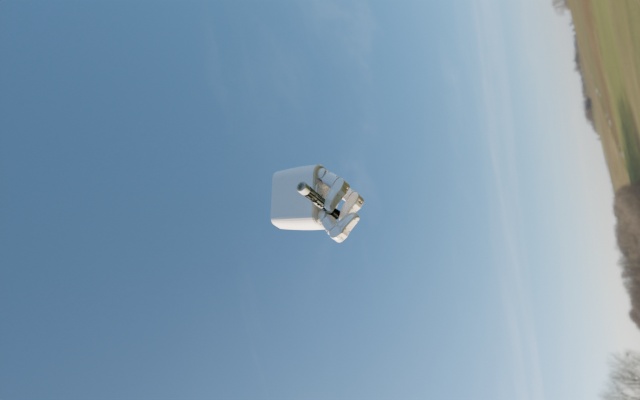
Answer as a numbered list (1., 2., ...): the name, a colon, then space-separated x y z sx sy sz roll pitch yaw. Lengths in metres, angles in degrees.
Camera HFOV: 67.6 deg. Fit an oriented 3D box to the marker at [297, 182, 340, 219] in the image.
1. marker: 0.000 0.003 0.833 0.020 0.020 0.121 0 -26 37
